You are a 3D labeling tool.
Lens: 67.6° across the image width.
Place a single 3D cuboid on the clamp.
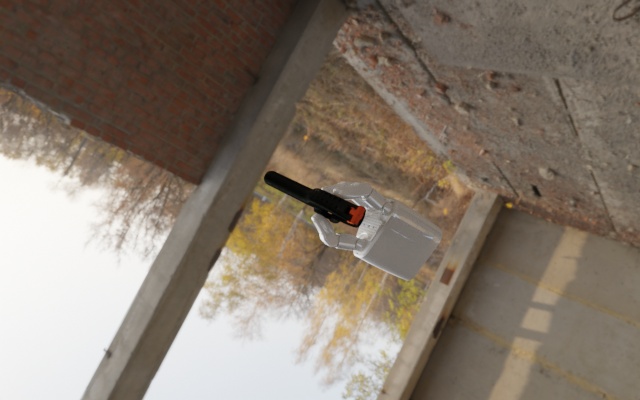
[{"bbox_3d":[0.000,0.003,0.752,0.164,0.036,0.210,29,-5,-20],"label":"clamp"}]
